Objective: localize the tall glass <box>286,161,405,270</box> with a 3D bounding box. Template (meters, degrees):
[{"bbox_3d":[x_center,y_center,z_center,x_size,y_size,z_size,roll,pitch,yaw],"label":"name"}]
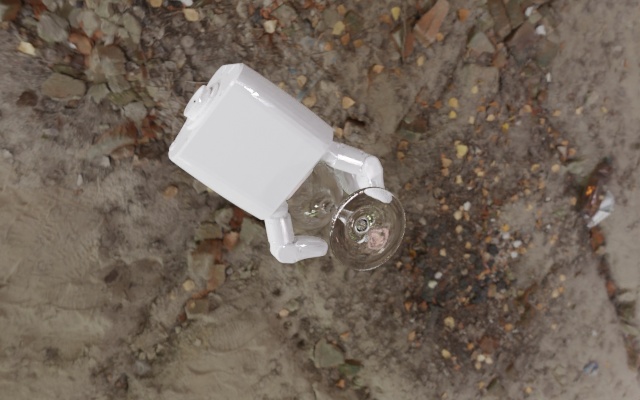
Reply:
[{"bbox_3d":[0.000,0.002,0.493,0.079,0.079,0.201,0,13,-25],"label":"tall glass"}]
